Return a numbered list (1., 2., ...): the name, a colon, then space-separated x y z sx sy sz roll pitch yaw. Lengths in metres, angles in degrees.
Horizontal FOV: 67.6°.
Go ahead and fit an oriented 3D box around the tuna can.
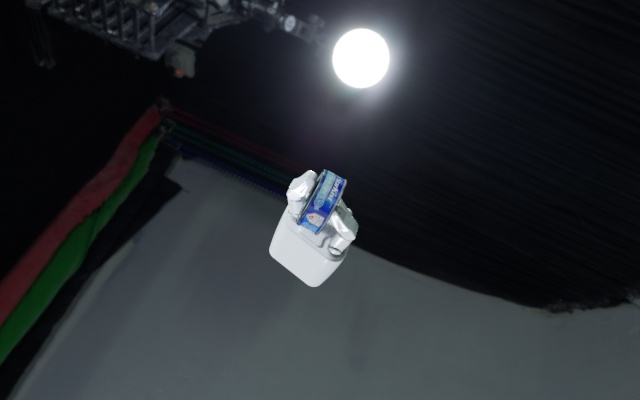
1. tuna can: 0.000 0.002 0.642 0.034 0.086 0.086 28 -3 -5
